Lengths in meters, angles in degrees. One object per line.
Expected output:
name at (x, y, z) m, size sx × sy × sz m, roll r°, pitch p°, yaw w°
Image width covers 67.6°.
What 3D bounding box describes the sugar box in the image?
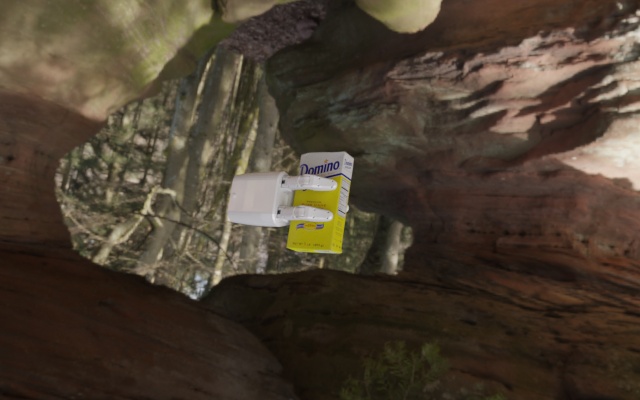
sugar box at (0.000, 0.003, 0.842) m, size 0.093 × 0.176 × 0.048 m, roll 0°, pitch -13°, yaw 30°
